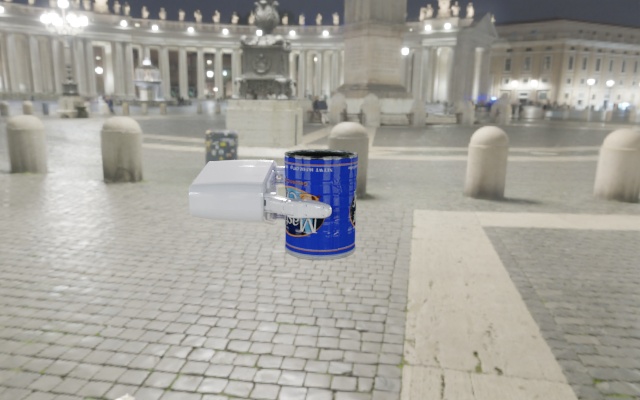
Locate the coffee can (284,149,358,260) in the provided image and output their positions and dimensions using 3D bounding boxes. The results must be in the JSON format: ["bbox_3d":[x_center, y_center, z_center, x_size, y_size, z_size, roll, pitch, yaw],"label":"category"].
[{"bbox_3d":[0.000,0.002,0.676,0.103,0.140,0.102,1,12,0],"label":"coffee can"}]
